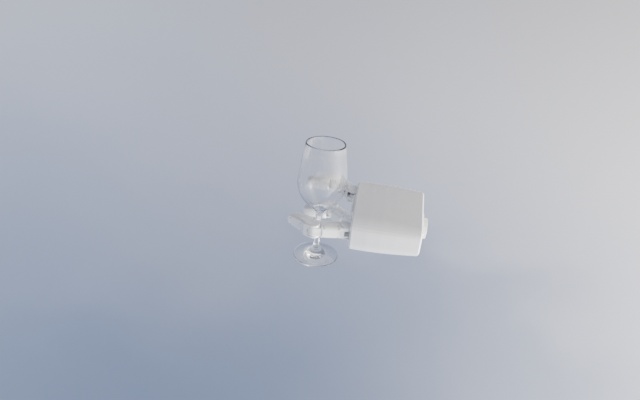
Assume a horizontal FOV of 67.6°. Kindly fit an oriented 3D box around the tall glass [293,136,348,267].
[{"bbox_3d":[0.000,0.003,0.757,0.079,0.201,0.079,4,27,-2],"label":"tall glass"}]
